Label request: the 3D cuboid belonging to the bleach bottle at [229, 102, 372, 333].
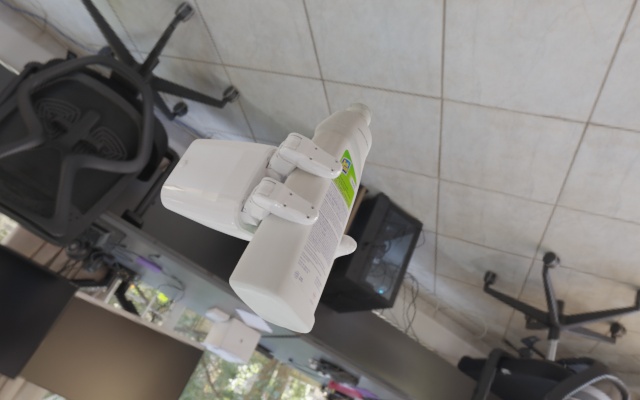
[{"bbox_3d":[0.000,0.002,0.502,0.068,0.250,0.103,11,-31,27],"label":"bleach bottle"}]
